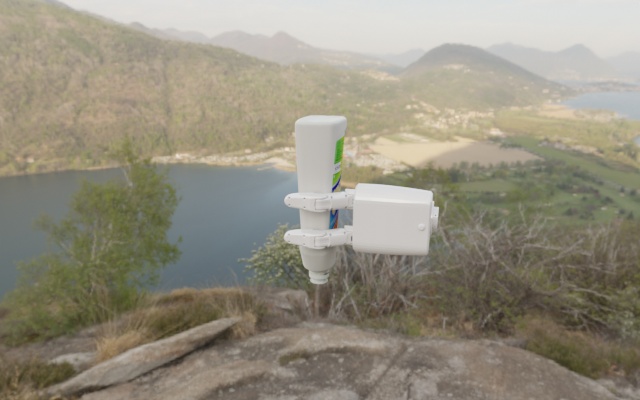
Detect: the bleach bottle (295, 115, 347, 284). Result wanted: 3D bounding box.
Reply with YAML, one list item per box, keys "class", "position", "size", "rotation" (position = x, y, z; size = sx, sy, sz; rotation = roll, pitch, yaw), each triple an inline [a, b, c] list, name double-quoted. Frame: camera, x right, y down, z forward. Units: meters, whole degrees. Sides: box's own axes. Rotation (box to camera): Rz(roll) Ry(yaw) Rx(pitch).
- class: "bleach bottle"
  position: [0.000, 0.002, 0.723]
  size: [0.068, 0.251, 0.102]
  rotation: [4, 16, 13]
